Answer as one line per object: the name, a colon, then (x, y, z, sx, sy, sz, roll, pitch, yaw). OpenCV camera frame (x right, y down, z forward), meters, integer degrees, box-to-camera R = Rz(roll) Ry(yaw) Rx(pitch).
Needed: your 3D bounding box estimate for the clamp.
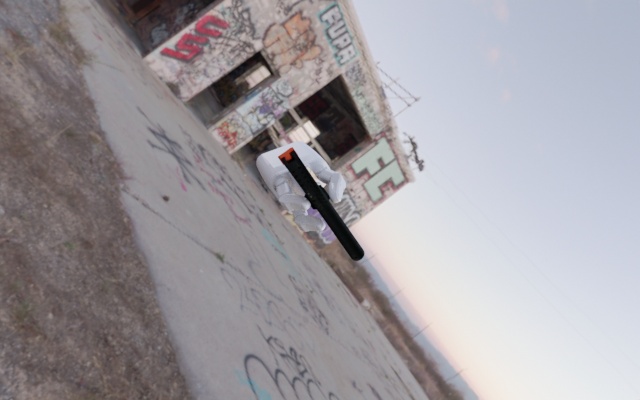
clamp: (0.000, 0.002, 0.798, 0.036, 0.210, 0.164, -36, 36, -2)
